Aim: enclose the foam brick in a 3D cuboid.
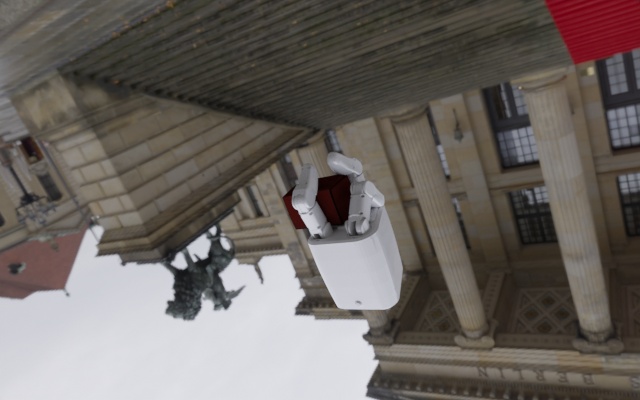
[{"bbox_3d":[0.000,0.002,0.629,0.078,0.051,0.053,-8,23,35],"label":"foam brick"}]
